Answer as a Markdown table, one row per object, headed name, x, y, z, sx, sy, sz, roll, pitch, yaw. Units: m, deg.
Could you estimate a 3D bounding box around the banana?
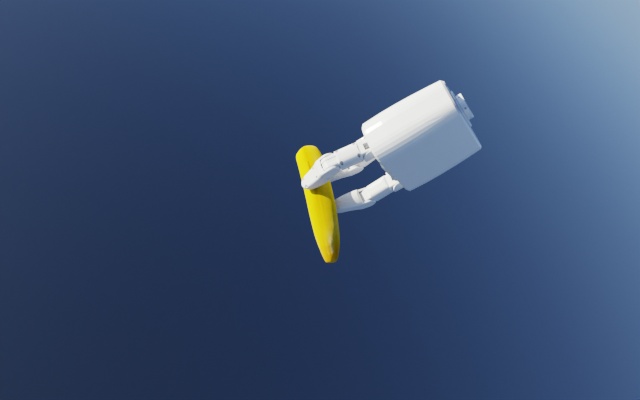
| name | x | y | z | sx | sy | sz | roll | pitch | yaw |
| --- | --- | --- | --- | --- | --- | --- | --- | --- | --- |
| banana | -0.003 | -0.013 | 0.635 | 0.037 | 0.197 | 0.070 | -14 | -42 | -1 |
